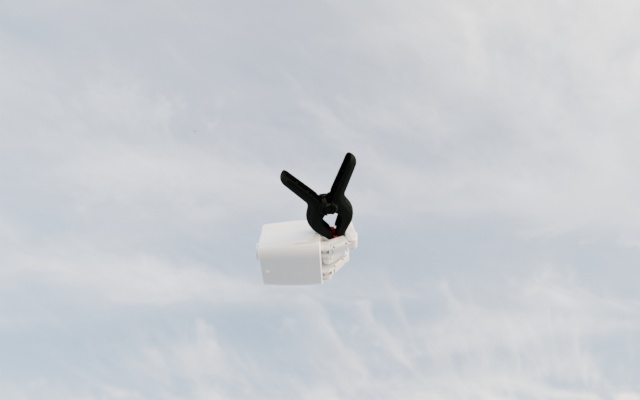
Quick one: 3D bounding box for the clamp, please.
[{"bbox_3d":[0.000,0.002,0.781,0.120,0.172,0.039,-5,36,-1],"label":"clamp"}]
